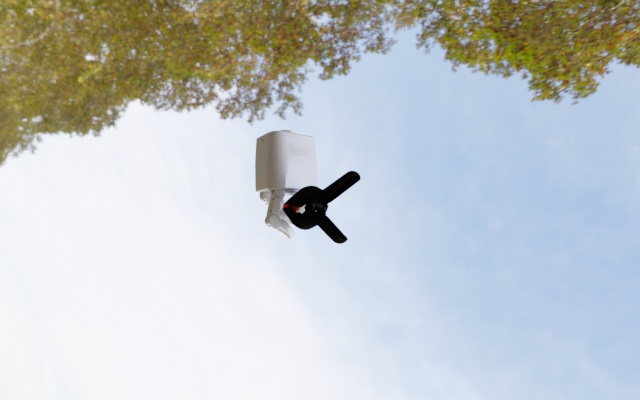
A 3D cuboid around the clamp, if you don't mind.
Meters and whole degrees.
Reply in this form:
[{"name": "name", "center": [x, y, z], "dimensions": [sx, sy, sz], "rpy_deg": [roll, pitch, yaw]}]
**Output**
[{"name": "clamp", "center": [0.000, 0.003, 0.812], "dimensions": [0.171, 0.120, 0.039], "rpy_deg": [11, -16, 48]}]
